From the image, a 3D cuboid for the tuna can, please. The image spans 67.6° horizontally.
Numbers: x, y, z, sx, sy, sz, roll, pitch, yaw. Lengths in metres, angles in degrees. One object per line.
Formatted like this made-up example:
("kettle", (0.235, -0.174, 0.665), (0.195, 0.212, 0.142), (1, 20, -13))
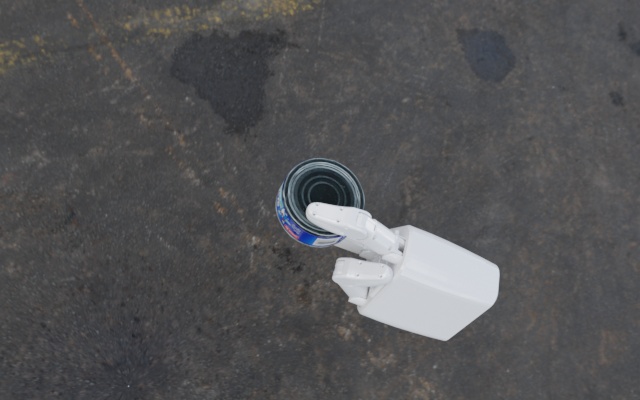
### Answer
("tuna can", (0.000, 0.001, 0.477), (0.086, 0.086, 0.034), (0, -22, -16))
